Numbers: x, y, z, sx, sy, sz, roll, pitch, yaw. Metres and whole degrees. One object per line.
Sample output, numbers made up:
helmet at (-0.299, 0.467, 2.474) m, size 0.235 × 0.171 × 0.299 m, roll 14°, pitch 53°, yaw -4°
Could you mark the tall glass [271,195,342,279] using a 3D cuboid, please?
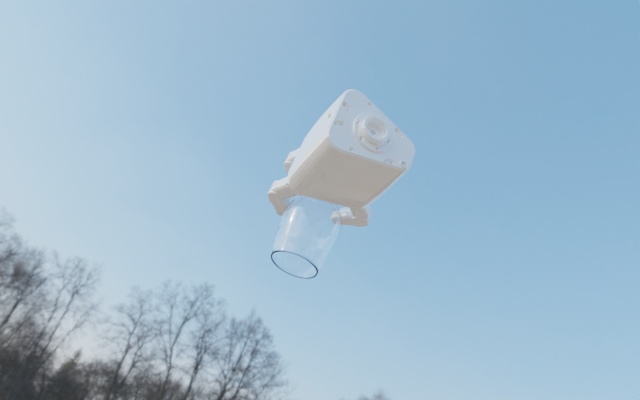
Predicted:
tall glass at (0.000, 0.002, 0.636) m, size 0.079 × 0.201 × 0.079 m, roll 16°, pitch -33°, yaw 11°
